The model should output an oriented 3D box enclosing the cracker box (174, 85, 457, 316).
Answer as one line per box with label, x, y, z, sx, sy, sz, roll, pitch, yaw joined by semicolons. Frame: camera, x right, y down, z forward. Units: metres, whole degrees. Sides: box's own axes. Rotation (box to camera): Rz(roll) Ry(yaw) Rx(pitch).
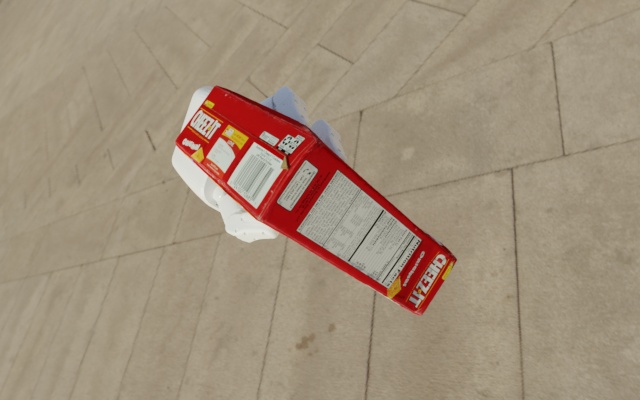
cracker box;0.000;0.001;0.417;0.214;0.072;0.164;36;-1;-42
